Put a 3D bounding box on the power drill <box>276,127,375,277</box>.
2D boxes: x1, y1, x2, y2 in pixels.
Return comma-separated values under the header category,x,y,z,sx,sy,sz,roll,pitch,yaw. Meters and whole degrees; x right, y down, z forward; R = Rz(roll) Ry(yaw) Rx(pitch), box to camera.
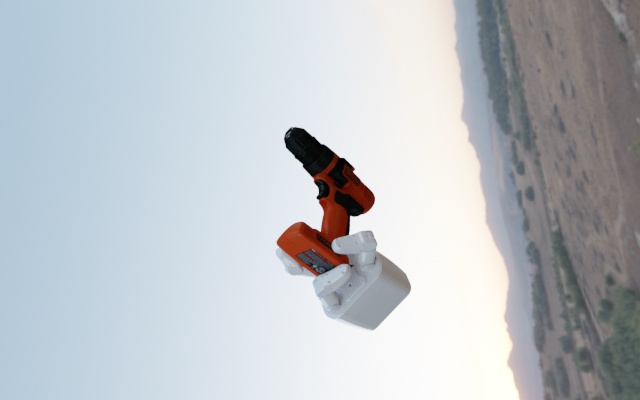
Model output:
category,x,y,z,sx,sy,sz,roll,pitch,yaw
power drill,0.000,0.003,0.688,0.184,0.187,0.057,40,-45,-23
